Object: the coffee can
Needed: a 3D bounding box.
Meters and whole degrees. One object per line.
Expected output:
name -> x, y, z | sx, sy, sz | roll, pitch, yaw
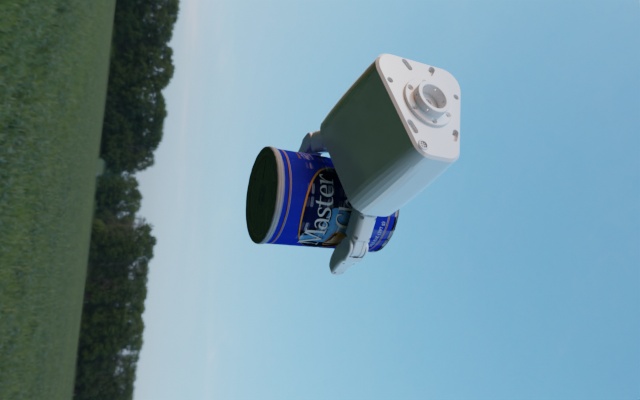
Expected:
coffee can -> 0.000, 0.002, 0.525 | 0.140, 0.103, 0.103 | 7, -3, -25
